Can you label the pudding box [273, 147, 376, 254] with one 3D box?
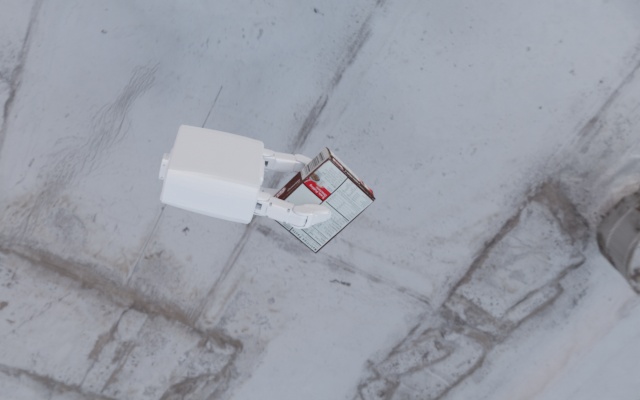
[{"bbox_3d":[0.000,0.002,0.619,0.090,0.113,0.039,41,17,-23],"label":"pudding box"}]
